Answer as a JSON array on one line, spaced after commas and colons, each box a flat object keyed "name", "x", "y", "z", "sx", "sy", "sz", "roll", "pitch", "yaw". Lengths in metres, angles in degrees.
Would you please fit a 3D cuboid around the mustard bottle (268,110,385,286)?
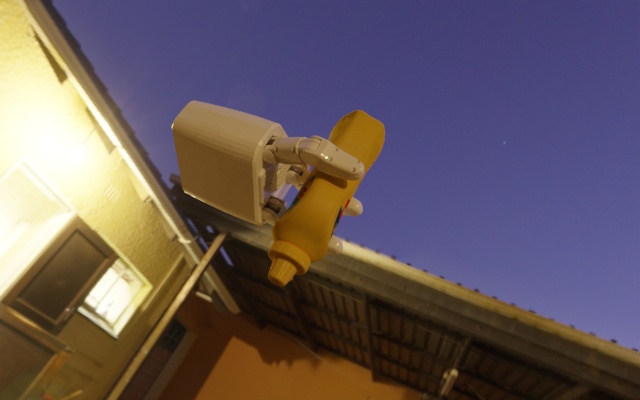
[{"name": "mustard bottle", "x": 0.000, "y": 0.002, "z": 0.486, "sx": 0.058, "sy": 0.191, "sz": 0.096, "roll": 32, "pitch": -28, "yaw": -3}]
